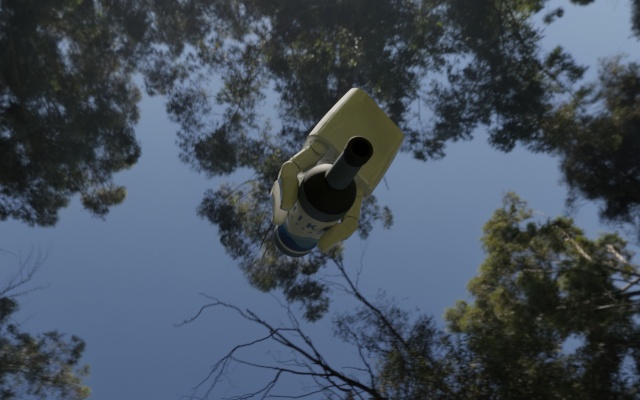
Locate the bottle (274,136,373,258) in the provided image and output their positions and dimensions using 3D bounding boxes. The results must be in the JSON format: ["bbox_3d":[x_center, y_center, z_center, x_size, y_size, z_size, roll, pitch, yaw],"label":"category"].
[{"bbox_3d":[0.000,0.002,0.599,0.069,0.069,0.296,0,-21,-17],"label":"bottle"}]
